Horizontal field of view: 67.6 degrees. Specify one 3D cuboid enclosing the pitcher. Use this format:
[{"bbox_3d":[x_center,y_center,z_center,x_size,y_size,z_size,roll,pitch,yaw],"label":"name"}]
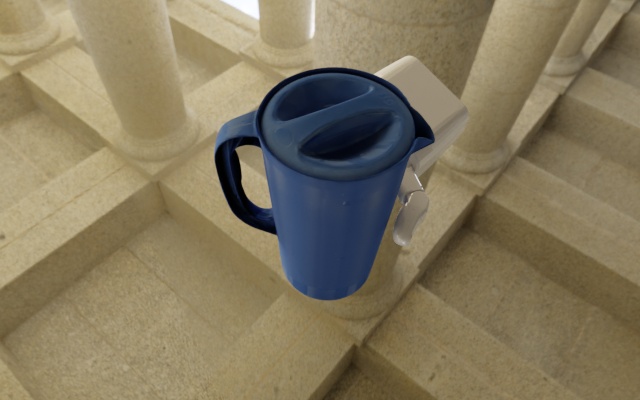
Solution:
[{"bbox_3d":[0.000,0.001,0.479,0.149,0.243,0.145,37,59,23],"label":"pitcher"}]
